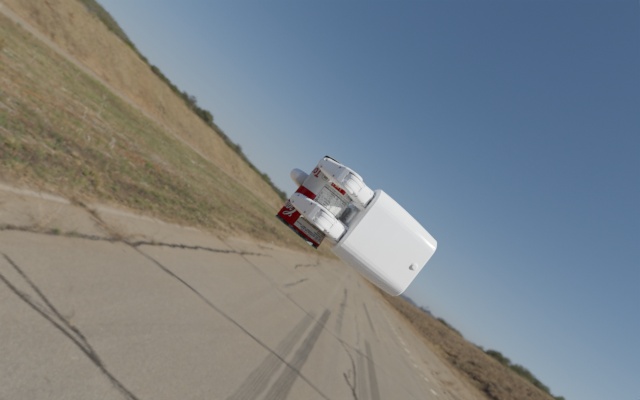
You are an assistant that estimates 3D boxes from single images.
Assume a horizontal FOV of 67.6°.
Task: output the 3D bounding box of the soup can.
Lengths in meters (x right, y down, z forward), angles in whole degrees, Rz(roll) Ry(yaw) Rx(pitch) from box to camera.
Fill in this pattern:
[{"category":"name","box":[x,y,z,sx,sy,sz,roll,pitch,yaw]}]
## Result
[{"category":"soup can","box":[0.000,0.001,0.612,0.068,0.102,0.068,39,-4,3]}]
